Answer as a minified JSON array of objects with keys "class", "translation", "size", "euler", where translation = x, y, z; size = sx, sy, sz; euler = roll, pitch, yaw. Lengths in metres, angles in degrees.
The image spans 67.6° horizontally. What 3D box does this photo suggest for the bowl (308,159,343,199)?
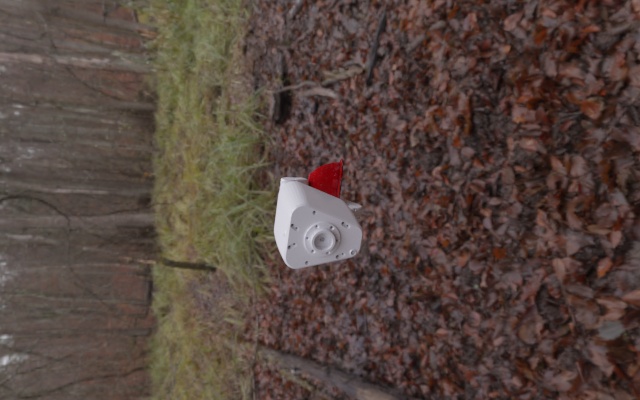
[{"class":"bowl","translation":[0.000,0.003,0.834],"size":[0.055,0.162,0.162],"euler":[9,0,-1]}]
